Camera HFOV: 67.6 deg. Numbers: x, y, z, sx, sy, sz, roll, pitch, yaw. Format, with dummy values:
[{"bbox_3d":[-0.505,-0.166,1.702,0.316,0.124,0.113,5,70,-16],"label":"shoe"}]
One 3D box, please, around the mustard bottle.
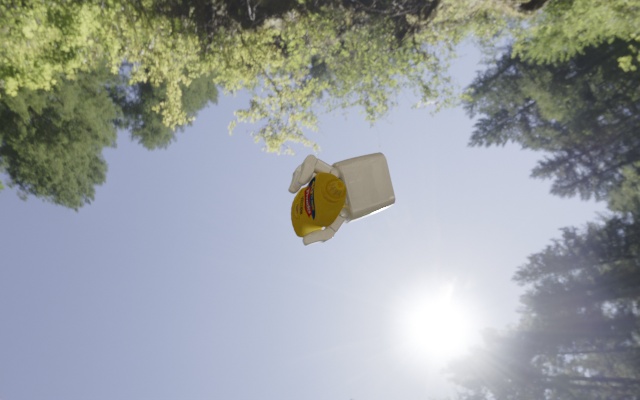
[{"bbox_3d":[0.000,0.003,0.858,0.058,0.096,0.192,8,-19,-19],"label":"mustard bottle"}]
